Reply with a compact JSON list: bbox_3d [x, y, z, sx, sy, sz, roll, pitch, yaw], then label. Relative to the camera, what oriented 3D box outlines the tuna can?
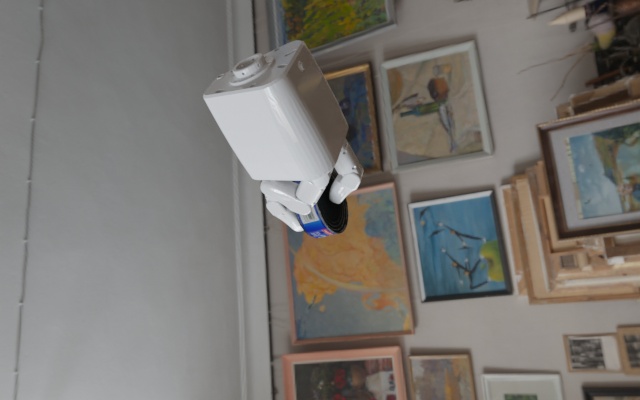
[{"bbox_3d":[0.000,0.002,0.584,0.034,0.086,0.086,-15,-7,26],"label":"tuna can"}]
